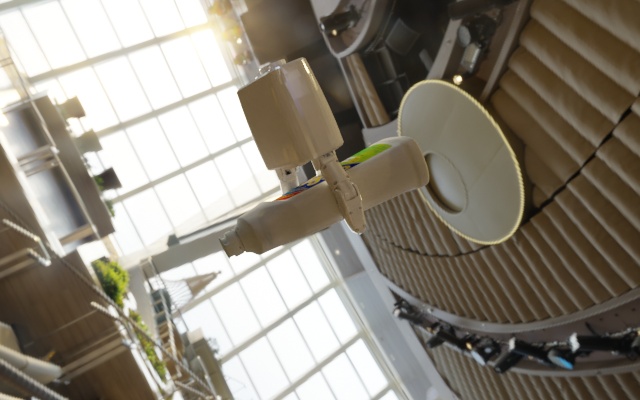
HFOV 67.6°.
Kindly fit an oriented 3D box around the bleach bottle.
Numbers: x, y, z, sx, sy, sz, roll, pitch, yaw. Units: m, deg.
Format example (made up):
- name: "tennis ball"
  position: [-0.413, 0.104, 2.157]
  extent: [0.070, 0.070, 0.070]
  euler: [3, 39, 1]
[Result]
- name: "bleach bottle"
  position: [0.000, 0.002, 0.573]
  extent: [0.251, 0.068, 0.102]
  euler: [-27, 13, -17]
